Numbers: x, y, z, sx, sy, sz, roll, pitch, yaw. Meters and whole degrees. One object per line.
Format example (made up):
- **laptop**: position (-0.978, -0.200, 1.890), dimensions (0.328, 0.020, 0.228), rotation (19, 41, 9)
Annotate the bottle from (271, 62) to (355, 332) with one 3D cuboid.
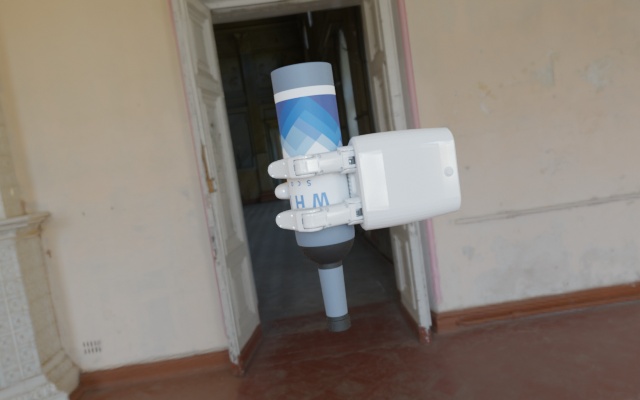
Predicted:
- **bottle**: position (0.000, 0.002, 0.535), dimensions (0.069, 0.296, 0.069), rotation (-8, 6, 1)
